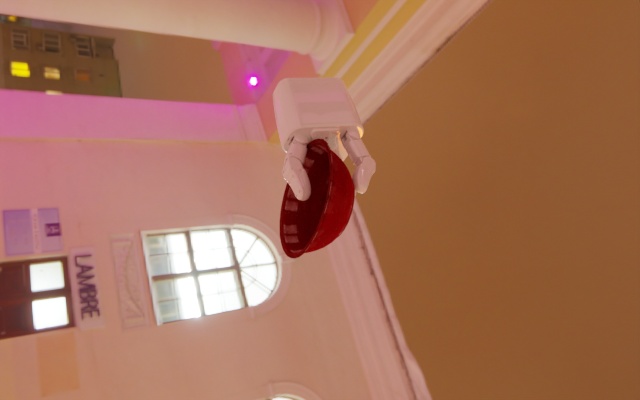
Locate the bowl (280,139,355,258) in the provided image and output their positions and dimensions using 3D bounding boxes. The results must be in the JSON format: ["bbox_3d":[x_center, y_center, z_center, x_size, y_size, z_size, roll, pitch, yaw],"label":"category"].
[{"bbox_3d":[0.000,0.003,0.638,0.055,0.162,0.162,15,-6,-23],"label":"bowl"}]
